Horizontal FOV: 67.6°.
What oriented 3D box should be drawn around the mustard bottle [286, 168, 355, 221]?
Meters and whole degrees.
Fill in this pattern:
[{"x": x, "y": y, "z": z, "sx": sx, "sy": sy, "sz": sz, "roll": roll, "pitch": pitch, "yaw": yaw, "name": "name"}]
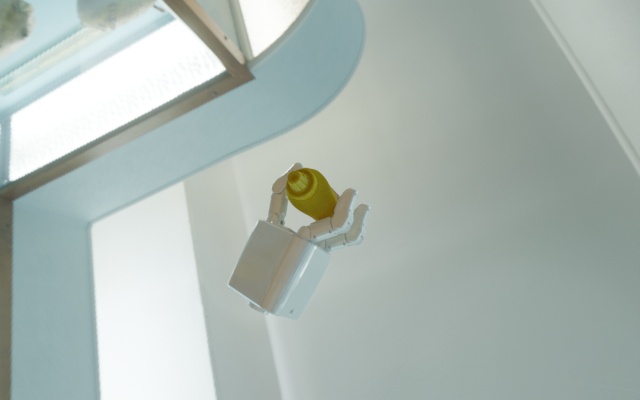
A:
[{"x": 0.000, "y": 0.002, "z": 0.684, "sx": 0.058, "sy": 0.096, "sz": 0.192, "roll": -42, "pitch": -29, "yaw": 4, "name": "mustard bottle"}]
